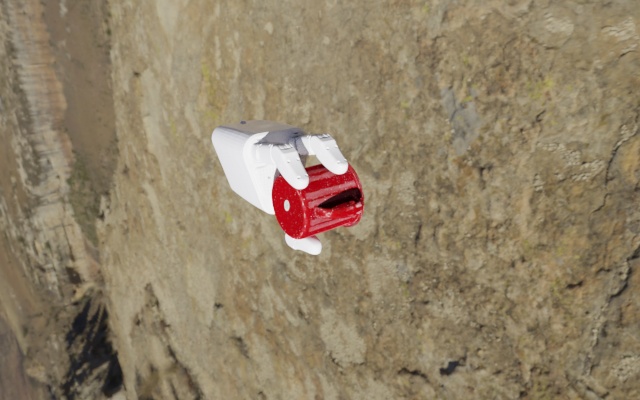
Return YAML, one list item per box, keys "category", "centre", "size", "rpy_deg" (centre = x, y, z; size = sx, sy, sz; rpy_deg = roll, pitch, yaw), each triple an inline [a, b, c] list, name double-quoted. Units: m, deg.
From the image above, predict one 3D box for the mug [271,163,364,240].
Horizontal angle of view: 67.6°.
- category: "mug"
  centre: [0.001, 0.002, 0.573]
  size: [0.081, 0.093, 0.117]
  rpy_deg: [-17, 24, -32]
